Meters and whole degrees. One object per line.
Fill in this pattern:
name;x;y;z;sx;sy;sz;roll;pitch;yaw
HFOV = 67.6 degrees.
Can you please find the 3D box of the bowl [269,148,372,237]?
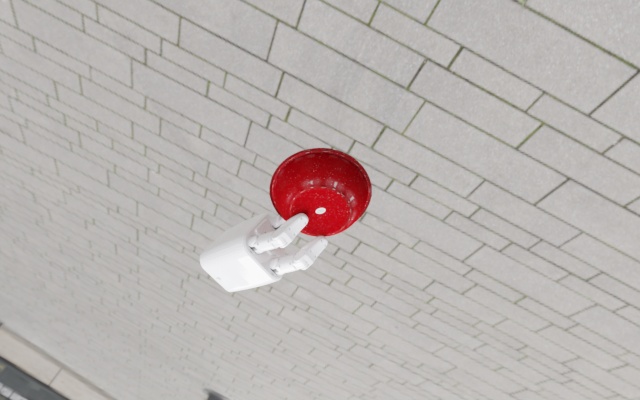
bowl;0.001;0.002;0.730;0.162;0.162;0.055;0;35;0
